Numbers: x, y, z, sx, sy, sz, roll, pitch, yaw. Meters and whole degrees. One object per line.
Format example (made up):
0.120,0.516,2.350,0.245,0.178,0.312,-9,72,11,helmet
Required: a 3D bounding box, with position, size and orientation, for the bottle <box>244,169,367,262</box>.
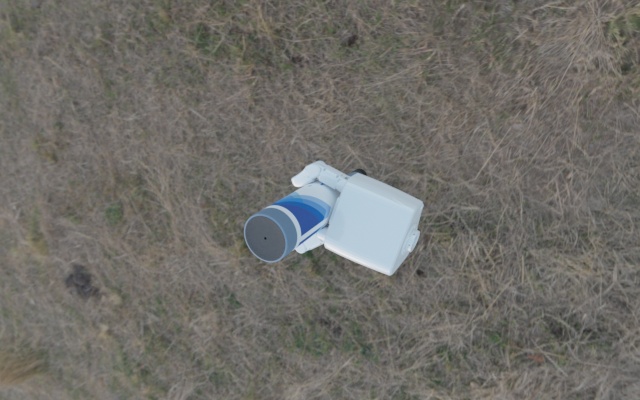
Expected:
0.000,0.002,0.722,0.069,0.069,0.295,0,18,30,bottle
